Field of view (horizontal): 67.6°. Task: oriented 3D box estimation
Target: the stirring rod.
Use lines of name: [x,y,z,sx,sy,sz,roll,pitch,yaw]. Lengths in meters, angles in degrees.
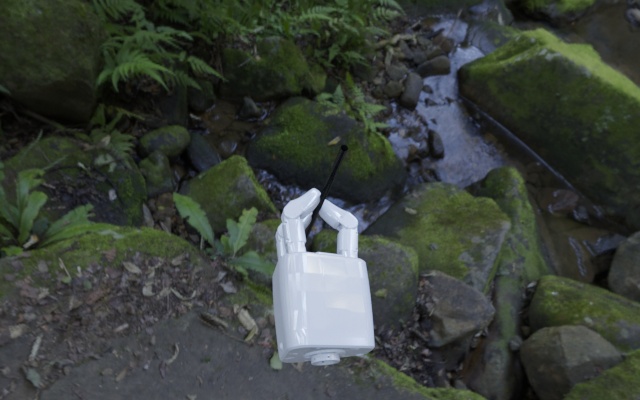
stirring rod: [0.000,0.002,0.602,0.011,0.011,0.240,0,-28,-14]
